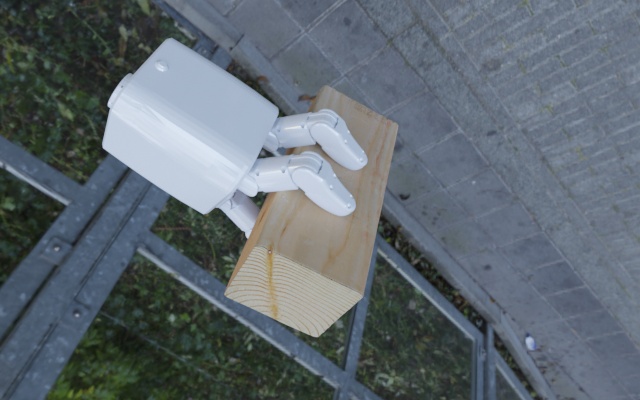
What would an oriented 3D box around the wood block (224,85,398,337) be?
[{"bbox_3d":[0.000,0.002,0.437,0.090,0.206,0.091,27,-42,-9],"label":"wood block"}]
